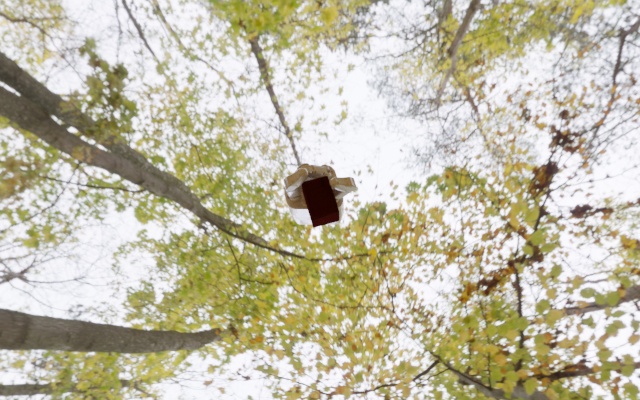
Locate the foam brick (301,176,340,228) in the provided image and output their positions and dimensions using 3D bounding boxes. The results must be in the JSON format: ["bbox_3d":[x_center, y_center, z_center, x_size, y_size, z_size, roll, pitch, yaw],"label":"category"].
[{"bbox_3d":[0.000,0.003,0.884,0.053,0.078,0.051,-15,-23,-4],"label":"foam brick"}]
